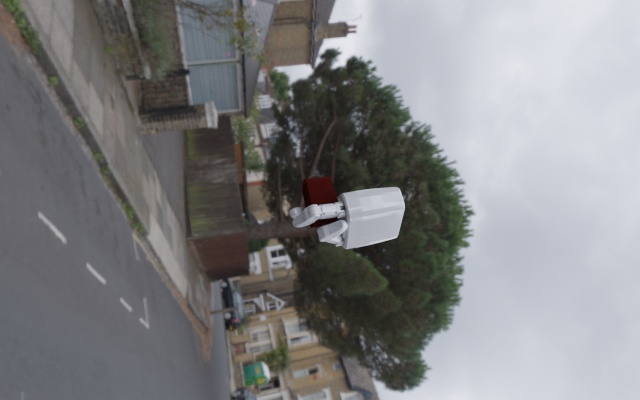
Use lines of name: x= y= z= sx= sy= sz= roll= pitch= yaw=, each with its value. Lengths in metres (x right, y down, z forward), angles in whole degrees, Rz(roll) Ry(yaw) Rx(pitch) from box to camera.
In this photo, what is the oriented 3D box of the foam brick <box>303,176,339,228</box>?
foam brick: x=0.000 y=0.003 z=0.873 sx=0.051 sy=0.078 sz=0.053 roll=-10 pitch=-24 yaw=-10
